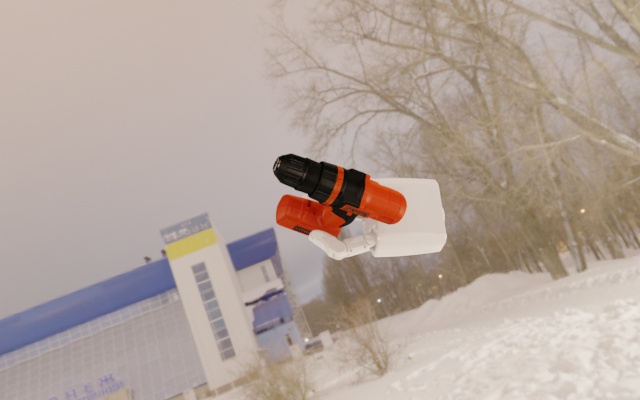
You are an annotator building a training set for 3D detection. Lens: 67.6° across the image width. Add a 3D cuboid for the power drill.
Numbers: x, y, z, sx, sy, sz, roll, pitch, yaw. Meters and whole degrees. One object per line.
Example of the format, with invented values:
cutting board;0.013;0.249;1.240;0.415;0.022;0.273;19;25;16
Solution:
power drill;0.000;0.002;0.669;0.184;0.057;0.188;21;-20;-17
